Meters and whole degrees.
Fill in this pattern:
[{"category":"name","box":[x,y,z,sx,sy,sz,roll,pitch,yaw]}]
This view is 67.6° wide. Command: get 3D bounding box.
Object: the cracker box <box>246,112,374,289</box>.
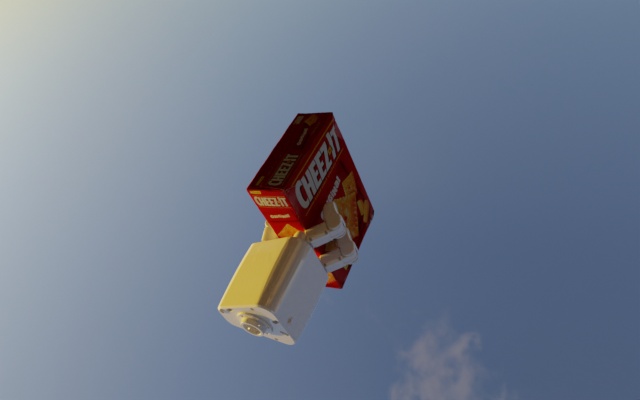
[{"category":"cracker box","box":[0.000,0.002,0.712,0.072,0.164,0.214,2,-43,31]}]
